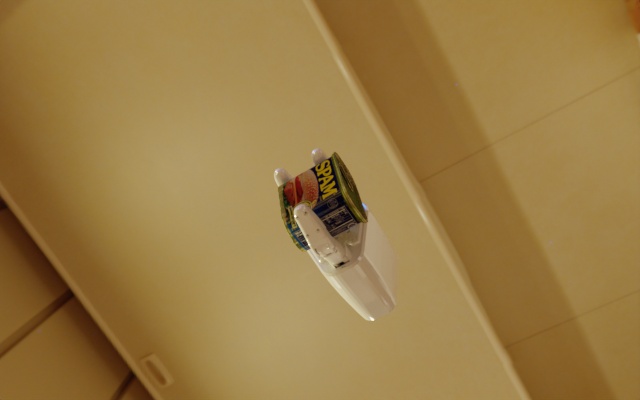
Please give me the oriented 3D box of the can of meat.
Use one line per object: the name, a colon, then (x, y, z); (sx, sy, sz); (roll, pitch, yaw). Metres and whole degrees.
can of meat: (0.000, 0.002, 0.566); (0.084, 0.057, 0.102); (-29, 36, 12)
